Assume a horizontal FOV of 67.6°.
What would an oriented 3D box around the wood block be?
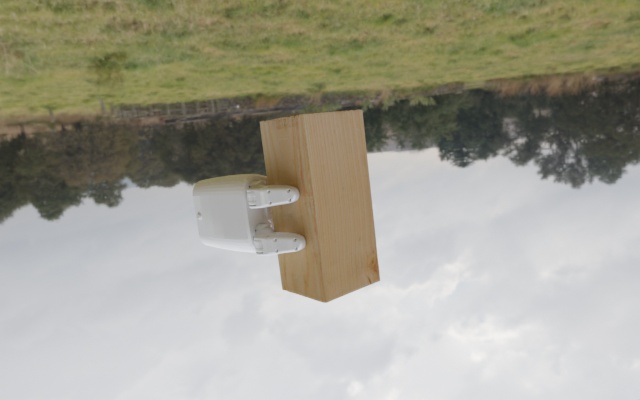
[{"bbox_3d":[0.000,0.002,0.569,0.091,0.206,0.090,-14,10,-38],"label":"wood block"}]
